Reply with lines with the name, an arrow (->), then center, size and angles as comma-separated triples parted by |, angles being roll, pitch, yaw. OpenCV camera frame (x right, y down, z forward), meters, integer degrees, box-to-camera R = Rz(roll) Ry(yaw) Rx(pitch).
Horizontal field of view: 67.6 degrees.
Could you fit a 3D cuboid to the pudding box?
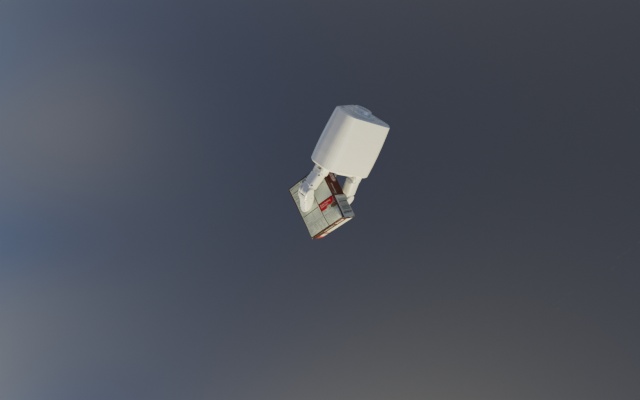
pudding box -> 0.000, 0.003, 0.895 | 0.090, 0.113, 0.039 | -36, -19, 35
